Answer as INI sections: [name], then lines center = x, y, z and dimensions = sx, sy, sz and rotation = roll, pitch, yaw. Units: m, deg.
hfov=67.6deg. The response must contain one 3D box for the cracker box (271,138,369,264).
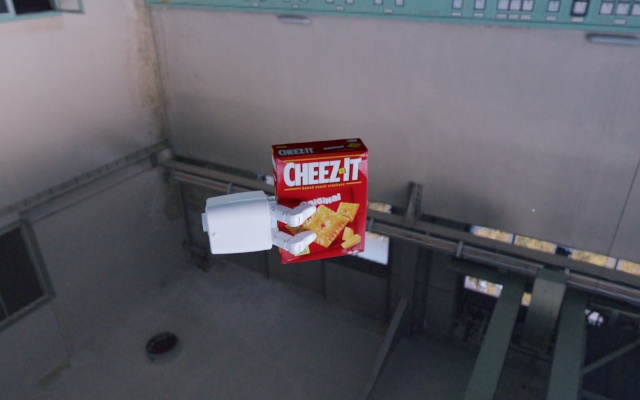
[cracker box]
center = 0.000, 0.003, 0.871
dimensions = 0.164, 0.214, 0.072
rotation = -6, 29, -10
